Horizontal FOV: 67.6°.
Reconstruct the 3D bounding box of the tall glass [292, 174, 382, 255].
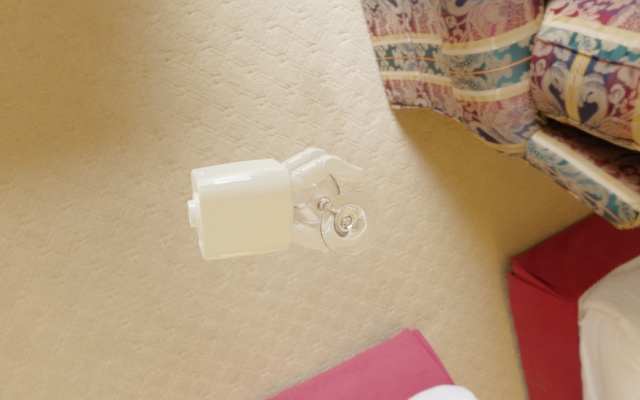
[{"bbox_3d":[0.000,0.002,0.617,0.079,0.079,0.201,0,14,-21],"label":"tall glass"}]
